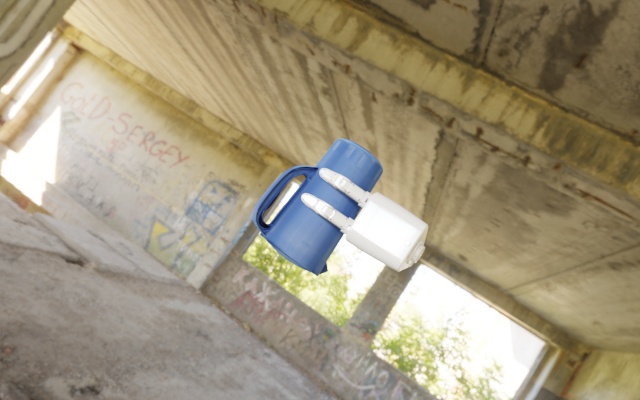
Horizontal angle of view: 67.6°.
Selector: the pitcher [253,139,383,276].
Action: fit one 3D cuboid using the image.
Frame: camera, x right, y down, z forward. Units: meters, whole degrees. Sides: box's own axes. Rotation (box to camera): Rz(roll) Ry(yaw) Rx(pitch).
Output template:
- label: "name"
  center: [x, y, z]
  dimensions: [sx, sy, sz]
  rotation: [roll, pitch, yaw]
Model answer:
- label: "pitcher"
  center: [0.000, 0.003, 0.882]
  dimensions: [0.145, 0.243, 0.149]
  rotation: [33, -7, 23]
